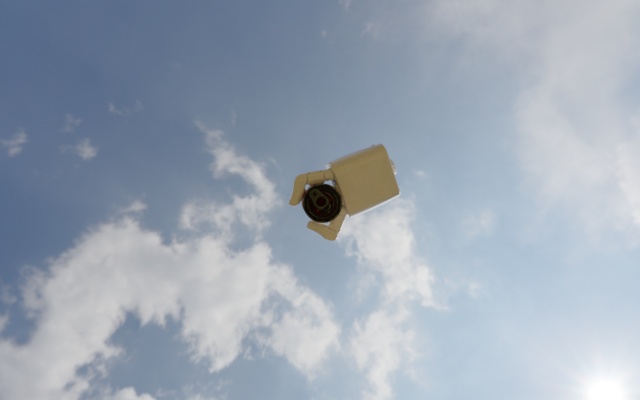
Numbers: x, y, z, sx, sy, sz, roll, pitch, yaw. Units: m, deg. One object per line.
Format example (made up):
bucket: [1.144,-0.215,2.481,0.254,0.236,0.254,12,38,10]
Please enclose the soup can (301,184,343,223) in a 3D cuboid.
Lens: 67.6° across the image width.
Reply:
soup can: [0.000,0.003,0.864,0.068,0.068,0.102,0,2,-4]
